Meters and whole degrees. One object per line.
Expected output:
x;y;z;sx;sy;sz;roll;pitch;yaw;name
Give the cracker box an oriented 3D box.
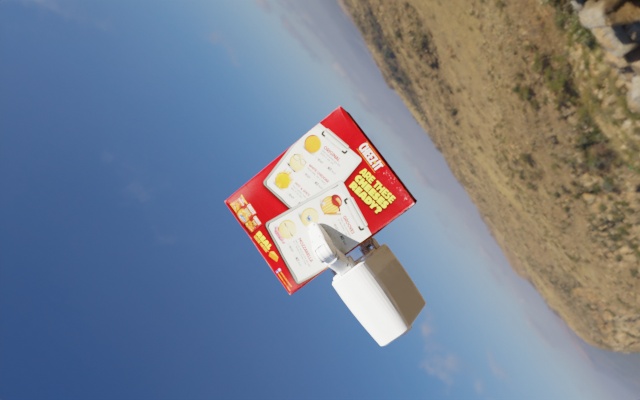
0.000;0.002;0.668;0.214;0.164;0.072;-38;-7;13;cracker box
